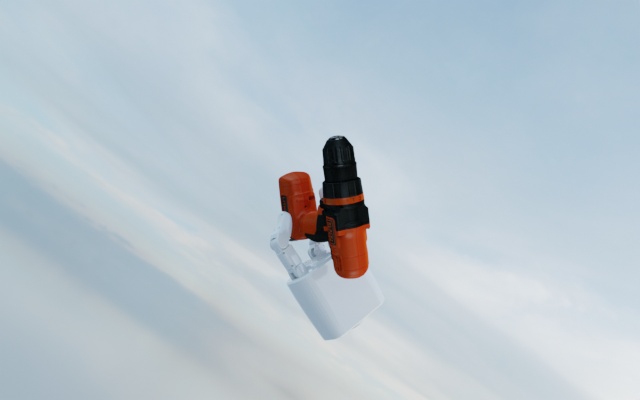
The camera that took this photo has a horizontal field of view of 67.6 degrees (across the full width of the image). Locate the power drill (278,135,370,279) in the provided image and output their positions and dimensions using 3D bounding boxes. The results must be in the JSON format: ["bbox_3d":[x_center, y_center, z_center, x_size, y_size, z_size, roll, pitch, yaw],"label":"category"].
[{"bbox_3d":[0.000,0.002,0.666,0.057,0.184,0.187,-10,11,-23],"label":"power drill"}]
